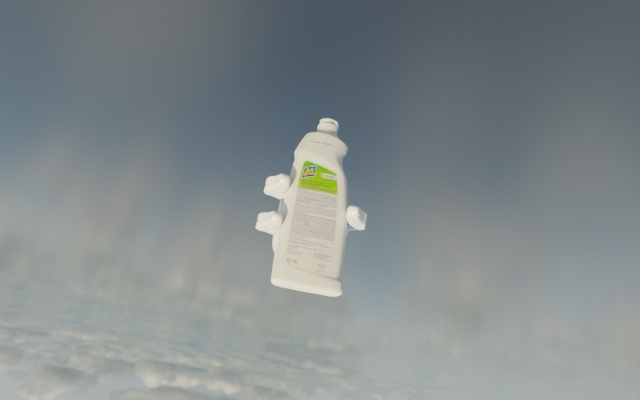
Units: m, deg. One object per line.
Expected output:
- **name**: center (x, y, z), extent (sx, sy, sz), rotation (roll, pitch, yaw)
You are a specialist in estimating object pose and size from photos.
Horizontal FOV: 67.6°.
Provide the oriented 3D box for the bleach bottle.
- **bleach bottle**: center (0.000, 0.002, 0.681), extent (0.102, 0.250, 0.068), rotation (12, -18, -6)
